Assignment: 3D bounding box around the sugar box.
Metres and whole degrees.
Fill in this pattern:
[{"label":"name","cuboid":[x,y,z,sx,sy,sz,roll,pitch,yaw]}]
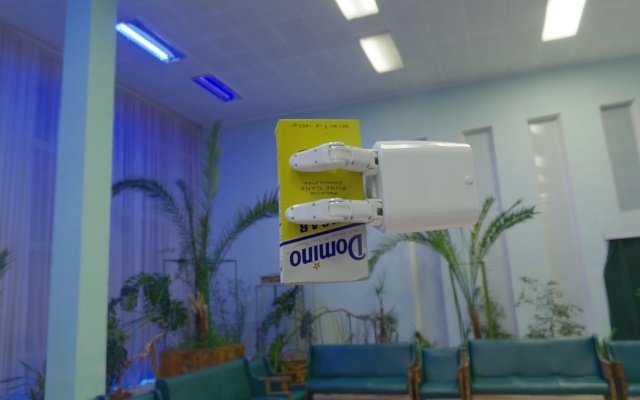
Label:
[{"label":"sugar box","cuboid":[0.000,0.001,0.520,0.093,0.176,0.048,-2,-12,-9]}]
